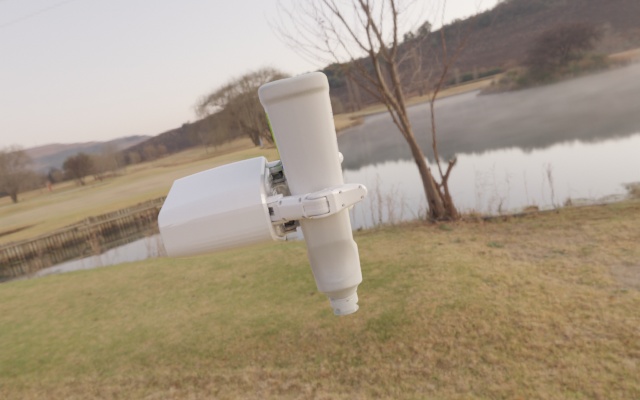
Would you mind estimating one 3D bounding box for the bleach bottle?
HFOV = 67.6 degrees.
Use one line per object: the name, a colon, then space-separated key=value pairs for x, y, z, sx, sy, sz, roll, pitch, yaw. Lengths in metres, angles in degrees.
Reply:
bleach bottle: x=0.000 y=0.002 z=0.497 sx=0.068 sy=0.251 sz=0.102 roll=-13 pitch=10 yaw=2
